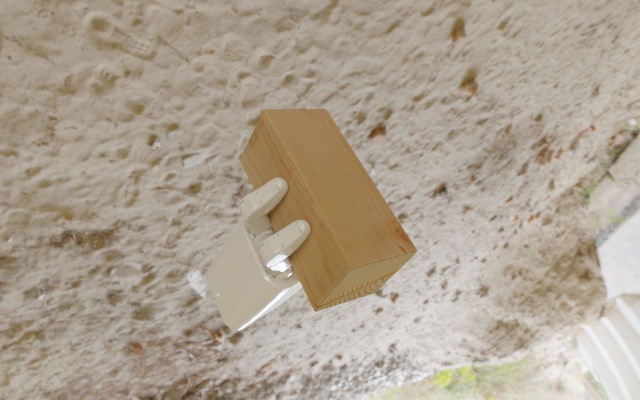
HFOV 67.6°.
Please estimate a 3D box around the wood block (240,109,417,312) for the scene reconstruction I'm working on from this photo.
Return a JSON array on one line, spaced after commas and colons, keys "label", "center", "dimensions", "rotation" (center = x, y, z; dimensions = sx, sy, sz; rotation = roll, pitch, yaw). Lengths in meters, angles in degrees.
[{"label": "wood block", "center": [0.000, 0.002, 0.526], "dimensions": [0.091, 0.206, 0.090], "rotation": [-8, -33, -36]}]
